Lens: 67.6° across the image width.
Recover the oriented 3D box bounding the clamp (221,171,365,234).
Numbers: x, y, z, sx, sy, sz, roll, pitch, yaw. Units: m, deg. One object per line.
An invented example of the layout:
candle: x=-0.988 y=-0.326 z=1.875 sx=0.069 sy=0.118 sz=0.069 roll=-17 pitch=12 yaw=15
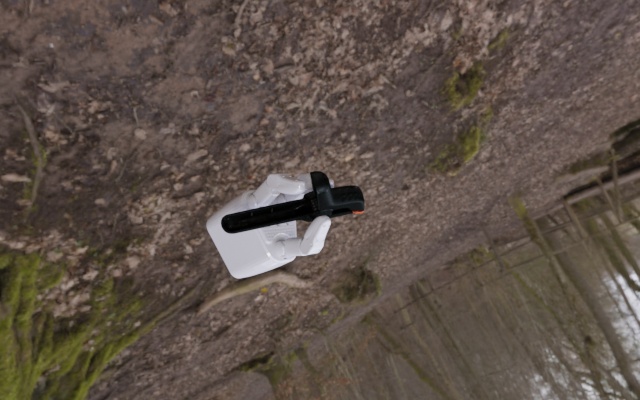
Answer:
clamp: x=0.001 y=0.003 z=0.616 sx=0.210 sy=0.036 sz=0.164 roll=-3 pitch=-17 yaw=-47
